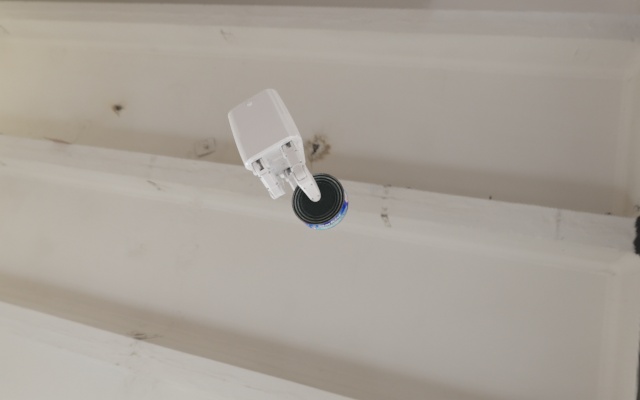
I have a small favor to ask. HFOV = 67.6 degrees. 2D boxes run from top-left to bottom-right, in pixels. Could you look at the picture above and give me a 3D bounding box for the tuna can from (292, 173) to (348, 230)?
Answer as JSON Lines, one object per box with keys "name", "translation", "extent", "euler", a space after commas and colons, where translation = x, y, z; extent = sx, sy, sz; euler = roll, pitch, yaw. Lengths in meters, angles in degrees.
{"name": "tuna can", "translation": [0.000, 0.003, 0.753], "extent": [0.086, 0.086, 0.034], "euler": [0, -20, 18]}
